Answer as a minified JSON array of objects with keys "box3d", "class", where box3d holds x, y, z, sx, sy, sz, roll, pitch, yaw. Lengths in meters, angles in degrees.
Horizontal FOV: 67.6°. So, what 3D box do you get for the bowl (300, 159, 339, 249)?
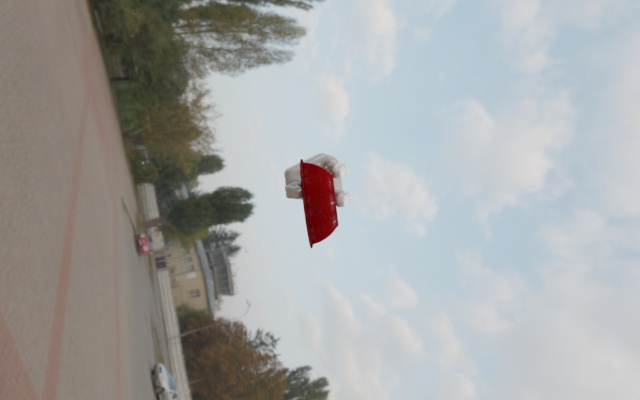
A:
[{"box3d":[0.001,0.003,0.852,0.055,0.162,0.162,-6,0,2],"class":"bowl"}]
